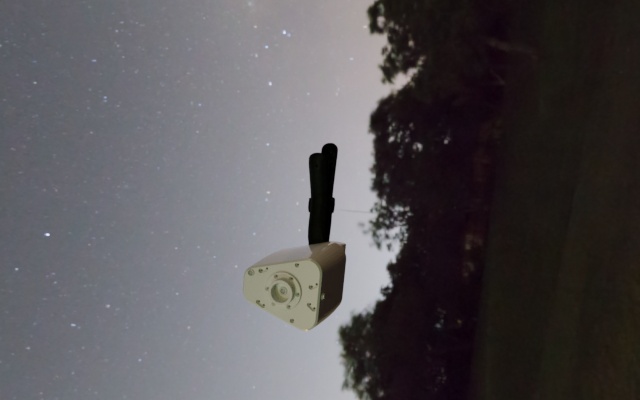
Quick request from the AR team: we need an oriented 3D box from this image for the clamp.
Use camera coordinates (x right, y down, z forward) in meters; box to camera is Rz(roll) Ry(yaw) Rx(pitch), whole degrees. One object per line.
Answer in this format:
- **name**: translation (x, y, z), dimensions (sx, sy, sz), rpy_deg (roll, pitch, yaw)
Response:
- **clamp**: translation (0.000, 0.002, 0.680), dimensions (0.039, 0.171, 0.120), rpy_deg (4, 6, 15)
